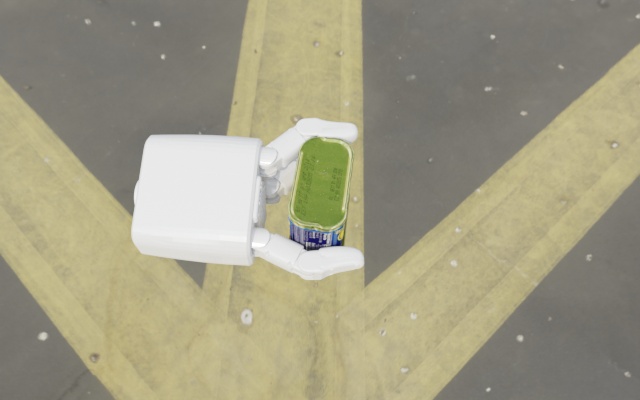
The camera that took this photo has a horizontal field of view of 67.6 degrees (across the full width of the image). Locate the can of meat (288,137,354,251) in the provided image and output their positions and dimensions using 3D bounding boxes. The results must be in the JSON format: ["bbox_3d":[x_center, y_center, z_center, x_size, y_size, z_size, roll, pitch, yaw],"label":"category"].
[{"bbox_3d":[0.000,0.001,0.459,0.057,0.102,0.084,7,-29,2],"label":"can of meat"}]
